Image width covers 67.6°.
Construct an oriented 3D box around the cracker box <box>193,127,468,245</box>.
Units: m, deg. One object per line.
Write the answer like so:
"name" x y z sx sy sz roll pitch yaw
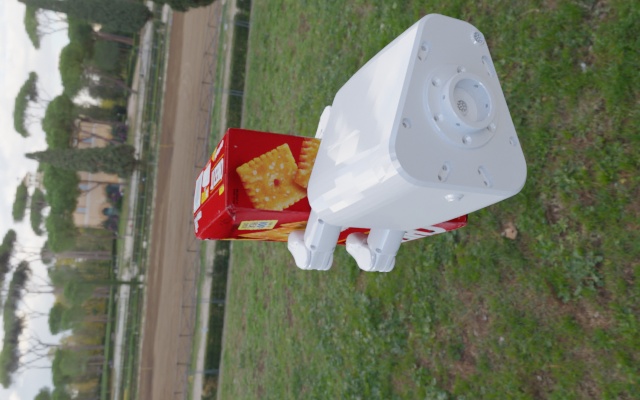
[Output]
"cracker box" 0.000 0.001 0.449 0.214 0.072 0.164 5 -14 -22
